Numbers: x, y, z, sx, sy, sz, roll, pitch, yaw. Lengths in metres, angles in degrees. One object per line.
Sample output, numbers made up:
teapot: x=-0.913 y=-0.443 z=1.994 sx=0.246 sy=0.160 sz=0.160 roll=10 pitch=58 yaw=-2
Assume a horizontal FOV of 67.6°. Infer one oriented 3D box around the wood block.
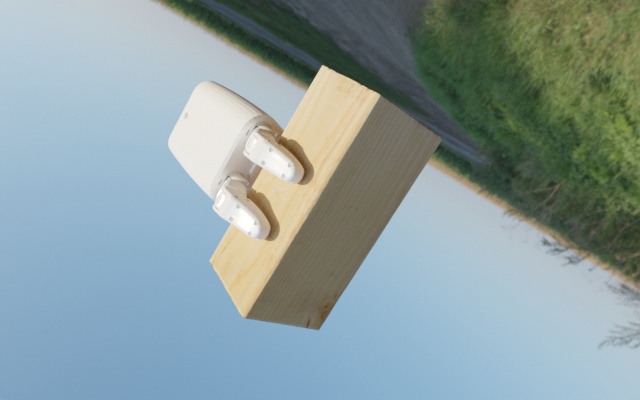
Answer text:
wood block: x=0.000 y=0.001 z=0.427 sx=0.091 sy=0.206 sz=0.090 roll=22 pitch=14 yaw=-41
